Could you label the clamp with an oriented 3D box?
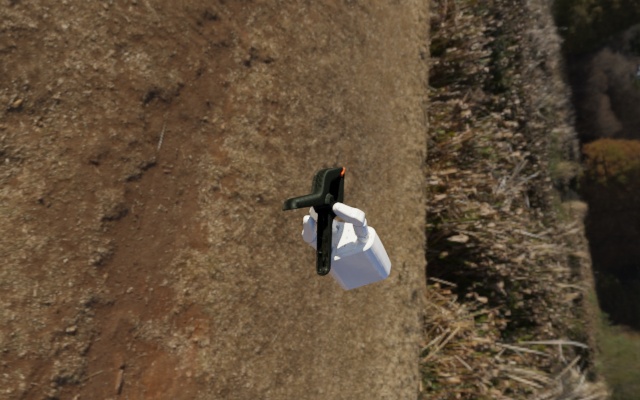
[{"bbox_3d":[0.001,0.002,0.844,0.036,0.209,0.165,-5,-45,27],"label":"clamp"}]
